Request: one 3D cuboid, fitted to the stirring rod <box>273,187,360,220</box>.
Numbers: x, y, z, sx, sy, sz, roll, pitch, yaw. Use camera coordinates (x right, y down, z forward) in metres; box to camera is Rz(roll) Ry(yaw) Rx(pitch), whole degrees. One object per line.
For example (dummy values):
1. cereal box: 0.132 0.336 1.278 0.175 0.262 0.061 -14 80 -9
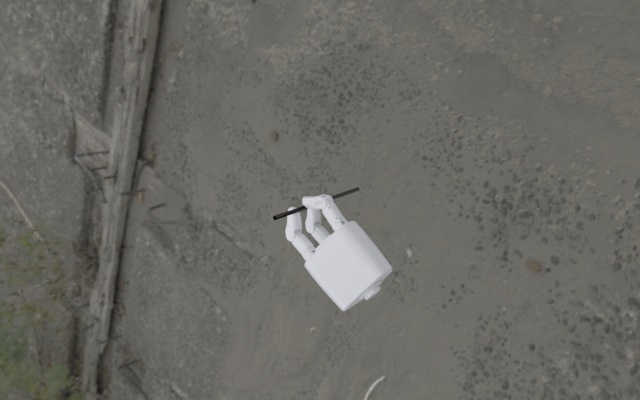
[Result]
1. stirring rod: 0.000 0.003 0.879 0.011 0.011 0.239 0 12 40
